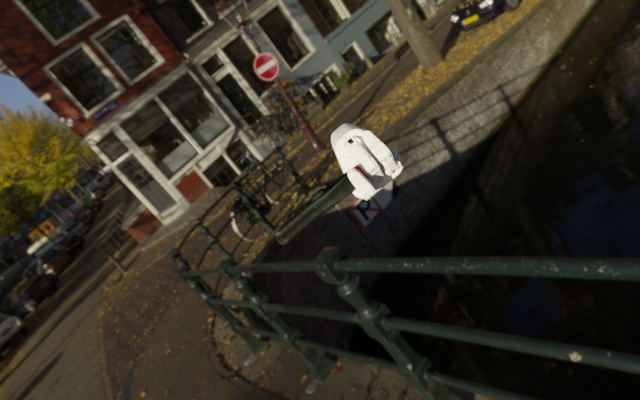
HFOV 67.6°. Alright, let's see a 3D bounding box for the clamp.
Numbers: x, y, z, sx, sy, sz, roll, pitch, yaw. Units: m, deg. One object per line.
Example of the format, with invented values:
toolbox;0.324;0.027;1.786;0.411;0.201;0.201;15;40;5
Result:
clamp;0.000;0.002;0.778;0.171;0.039;0.120;-36;14;5
